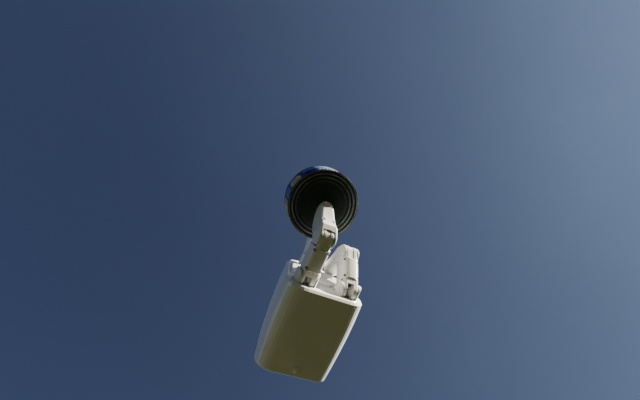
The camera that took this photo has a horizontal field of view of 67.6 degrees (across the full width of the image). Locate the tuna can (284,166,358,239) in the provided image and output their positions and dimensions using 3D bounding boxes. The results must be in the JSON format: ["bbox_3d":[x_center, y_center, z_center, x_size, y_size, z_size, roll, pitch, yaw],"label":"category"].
[{"bbox_3d":[0.000,0.002,0.577,0.086,0.086,0.033,0,14,-14],"label":"tuna can"}]
